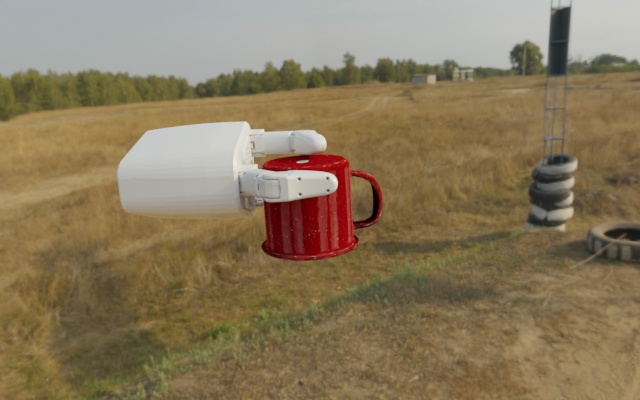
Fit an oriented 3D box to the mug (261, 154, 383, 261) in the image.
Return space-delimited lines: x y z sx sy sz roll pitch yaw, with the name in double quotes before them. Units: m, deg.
"mug" 0.002 0.001 0.446 0.117 0.081 0.093 -4 13 -2
